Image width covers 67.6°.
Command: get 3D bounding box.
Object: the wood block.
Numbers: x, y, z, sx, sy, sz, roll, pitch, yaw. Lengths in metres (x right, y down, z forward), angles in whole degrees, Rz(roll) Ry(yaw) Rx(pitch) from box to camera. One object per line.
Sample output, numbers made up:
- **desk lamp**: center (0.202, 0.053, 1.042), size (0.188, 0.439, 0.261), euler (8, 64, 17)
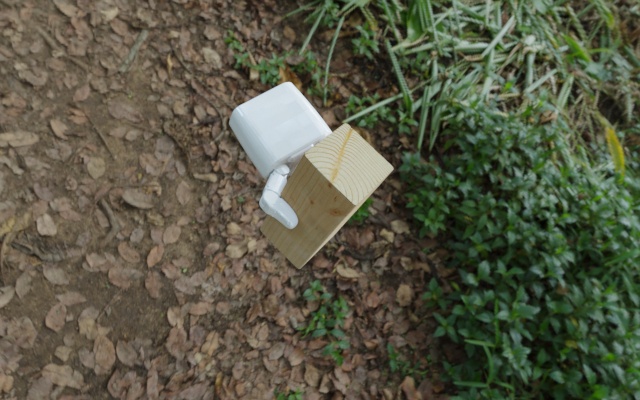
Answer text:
- **wood block**: center (0.000, 0.002, 0.669), size (0.090, 0.090, 0.206), euler (-41, -8, -36)
